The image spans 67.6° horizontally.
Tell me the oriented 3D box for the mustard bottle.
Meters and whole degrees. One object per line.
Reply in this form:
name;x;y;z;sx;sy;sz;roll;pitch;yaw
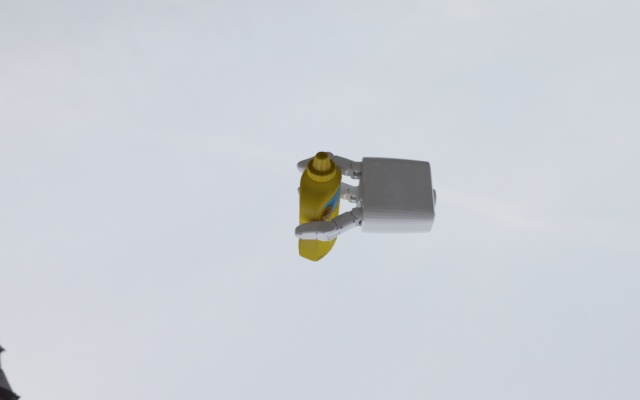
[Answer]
mustard bottle;0.000;0.002;0.726;0.058;0.192;0.096;20;50;15
